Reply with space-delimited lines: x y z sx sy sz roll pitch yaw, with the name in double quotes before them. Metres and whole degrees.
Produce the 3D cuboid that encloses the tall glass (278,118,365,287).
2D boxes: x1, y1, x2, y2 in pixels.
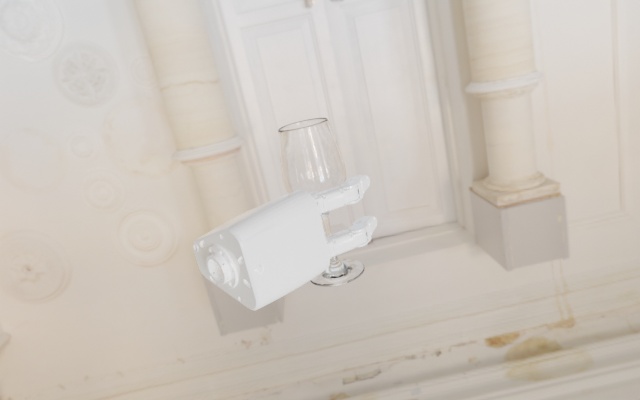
"tall glass" 0.000 0.003 0.597 0.079 0.201 0.079 -12 16 3
